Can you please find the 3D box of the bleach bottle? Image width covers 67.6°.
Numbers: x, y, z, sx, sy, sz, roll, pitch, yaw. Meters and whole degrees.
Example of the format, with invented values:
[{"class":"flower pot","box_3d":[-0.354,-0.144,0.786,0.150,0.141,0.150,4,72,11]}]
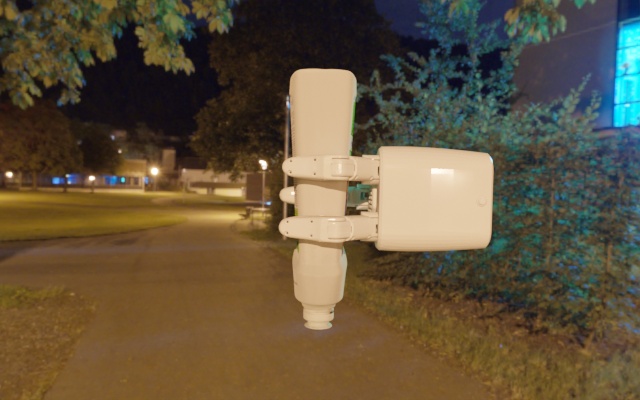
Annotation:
[{"class":"bleach bottle","box_3d":[0.000,0.002,0.490,0.068,0.251,0.102,1,2,-1]}]
